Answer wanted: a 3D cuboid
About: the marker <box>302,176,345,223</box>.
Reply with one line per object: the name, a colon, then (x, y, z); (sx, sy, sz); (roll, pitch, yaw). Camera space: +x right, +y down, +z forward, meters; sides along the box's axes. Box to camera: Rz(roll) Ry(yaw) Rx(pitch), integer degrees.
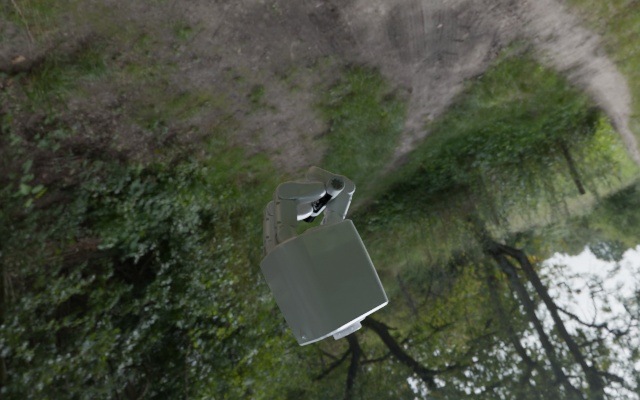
marker: (0.000, 0.002, 0.585); (0.020, 0.020, 0.121); (0, -21, -19)
